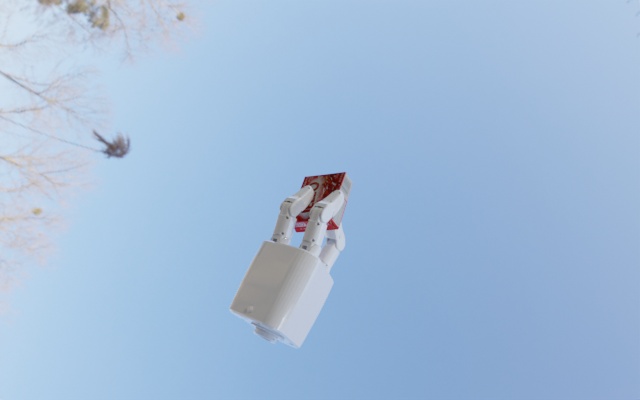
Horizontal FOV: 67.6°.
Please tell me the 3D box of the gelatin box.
[{"bbox_3d":[0.000,0.002,0.696,0.073,0.089,0.030,-5,-41,33],"label":"gelatin box"}]
